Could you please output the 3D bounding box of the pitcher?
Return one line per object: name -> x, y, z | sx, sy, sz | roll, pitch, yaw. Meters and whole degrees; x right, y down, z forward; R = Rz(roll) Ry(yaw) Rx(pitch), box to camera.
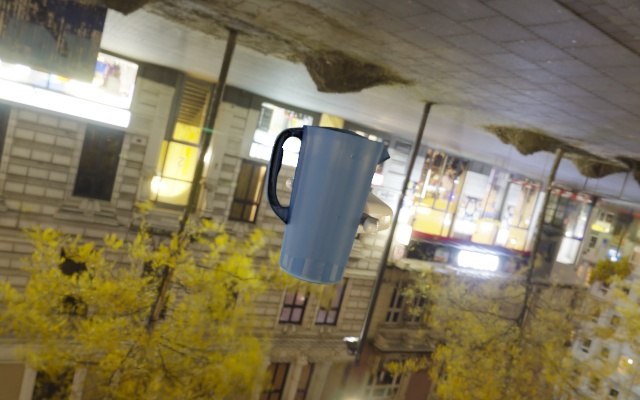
pitcher -> 0.000, 0.003, 0.767 | 0.149, 0.243, 0.145 | 18, 7, 31
